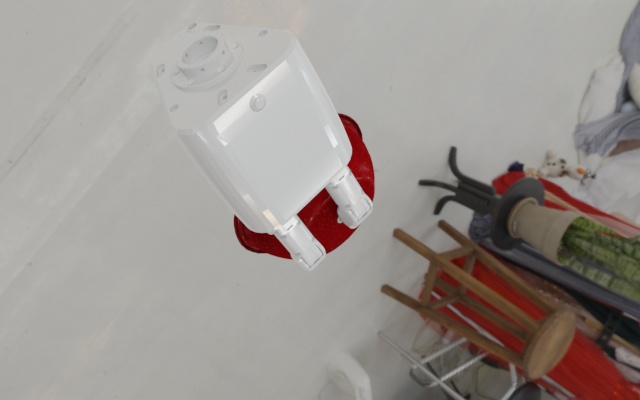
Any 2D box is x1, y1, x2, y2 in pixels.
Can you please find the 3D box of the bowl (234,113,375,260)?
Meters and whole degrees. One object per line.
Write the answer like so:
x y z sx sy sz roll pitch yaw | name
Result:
0.001 0.002 0.451 0.055 0.162 0.162 40 22 28 | bowl
